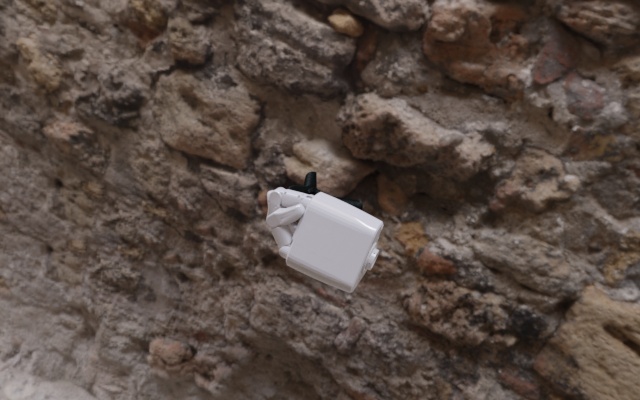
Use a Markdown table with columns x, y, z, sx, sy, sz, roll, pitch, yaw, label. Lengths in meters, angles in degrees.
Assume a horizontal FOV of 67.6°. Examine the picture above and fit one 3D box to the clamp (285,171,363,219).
| x | y | z | sx | sy | sz | roll | pitch | yaw | label |
| --- | --- | --- | --- | --- | --- | --- | --- | --- | --- |
| 0.000 | 0.002 | 0.795 | 0.120 | 0.039 | 0.171 | 25 | 26 | 13 | clamp |
